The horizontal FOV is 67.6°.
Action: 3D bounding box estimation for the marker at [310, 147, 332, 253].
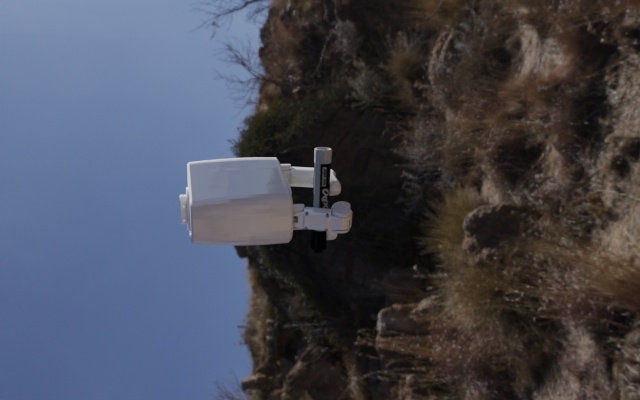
[{"bbox_3d":[0.000,0.002,0.533,0.020,0.121,0.020,3,17,-1],"label":"marker"}]
